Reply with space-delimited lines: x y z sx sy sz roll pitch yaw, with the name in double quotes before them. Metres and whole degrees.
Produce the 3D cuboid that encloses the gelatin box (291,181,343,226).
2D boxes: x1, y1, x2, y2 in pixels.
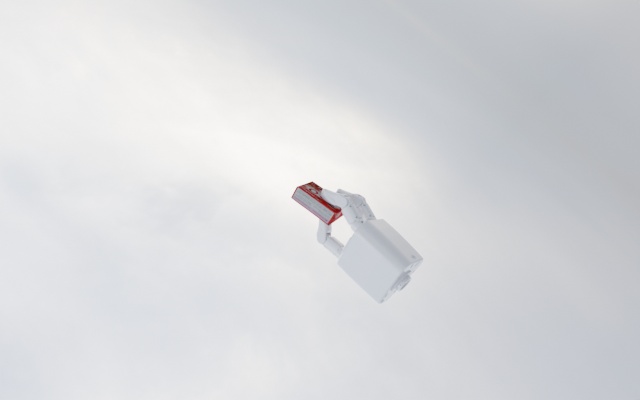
"gelatin box" 0.000 0.003 0.875 0.089 0.030 0.073 35 20 12
